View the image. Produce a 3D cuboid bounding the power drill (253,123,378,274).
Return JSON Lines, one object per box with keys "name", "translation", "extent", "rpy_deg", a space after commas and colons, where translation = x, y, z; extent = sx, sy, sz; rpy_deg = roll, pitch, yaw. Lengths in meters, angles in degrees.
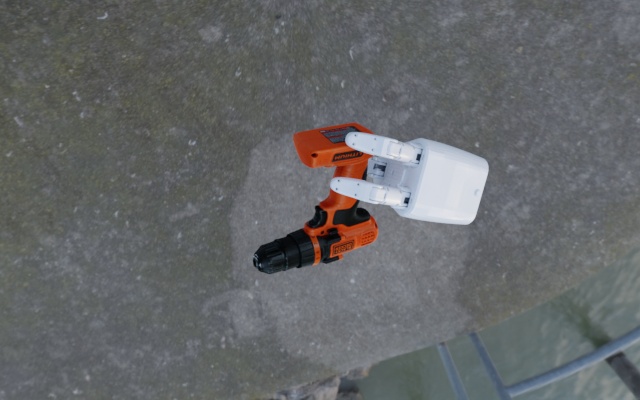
{"name": "power drill", "translation": [0.000, 0.002, 0.608], "extent": [0.184, 0.188, 0.057], "rpy_deg": [-16, 41, -28]}
